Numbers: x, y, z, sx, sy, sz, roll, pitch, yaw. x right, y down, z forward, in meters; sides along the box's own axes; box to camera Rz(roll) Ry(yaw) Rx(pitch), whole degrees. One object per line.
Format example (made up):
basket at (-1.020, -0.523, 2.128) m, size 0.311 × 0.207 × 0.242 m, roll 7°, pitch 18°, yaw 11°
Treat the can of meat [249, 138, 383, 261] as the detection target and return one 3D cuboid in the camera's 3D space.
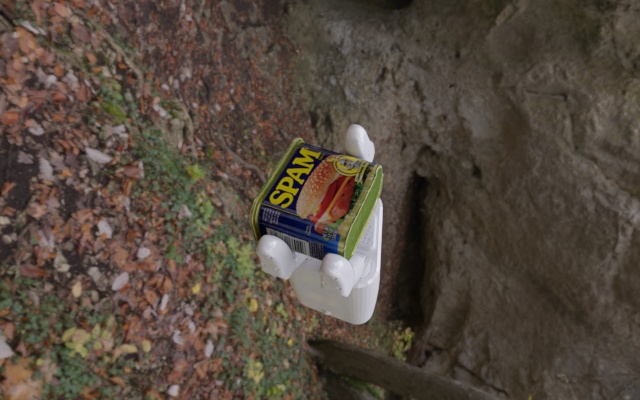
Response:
can of meat at (0.000, 0.001, 0.418) m, size 0.084 × 0.102 × 0.057 m, roll 18°, pitch -36°, yaw 16°
